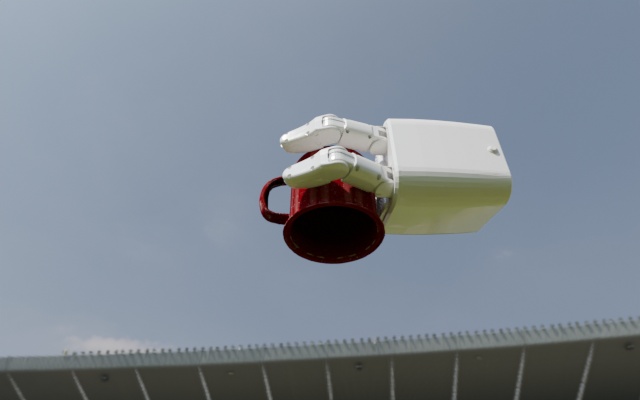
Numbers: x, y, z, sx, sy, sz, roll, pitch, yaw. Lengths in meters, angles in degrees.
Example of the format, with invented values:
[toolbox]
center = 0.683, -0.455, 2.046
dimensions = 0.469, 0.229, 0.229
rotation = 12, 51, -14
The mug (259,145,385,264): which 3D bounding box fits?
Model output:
[mug]
center = -0.001, 0.001, 0.460
dimensions = 0.117, 0.081, 0.093
rotation = 2, -41, -3
